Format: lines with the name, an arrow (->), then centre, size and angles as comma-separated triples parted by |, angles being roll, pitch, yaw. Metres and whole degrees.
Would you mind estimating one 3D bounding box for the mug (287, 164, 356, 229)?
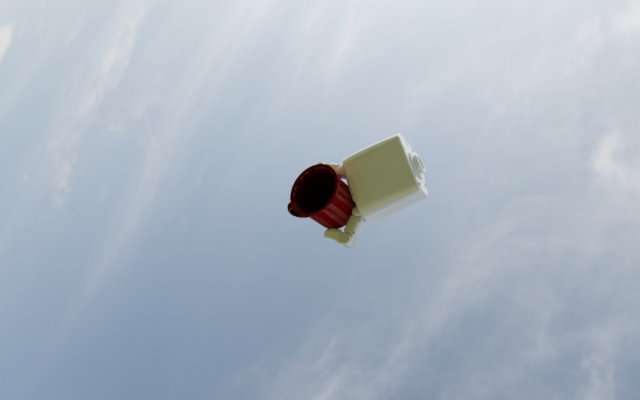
mug -> -0.001, 0.003, 0.800 | 0.117, 0.093, 0.081 | -25, -36, 24
